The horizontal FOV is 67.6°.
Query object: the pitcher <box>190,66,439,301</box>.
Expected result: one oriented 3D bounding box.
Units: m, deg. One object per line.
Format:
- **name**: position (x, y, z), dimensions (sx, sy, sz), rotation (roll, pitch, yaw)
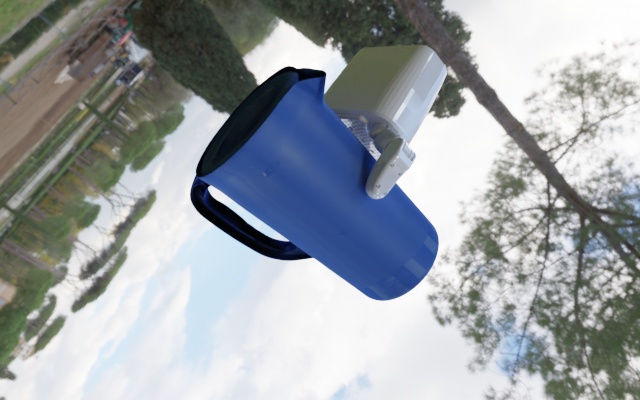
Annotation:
- **pitcher**: position (0.000, 0.001, 0.483), dimensions (0.243, 0.145, 0.149), rotation (42, -22, -24)
